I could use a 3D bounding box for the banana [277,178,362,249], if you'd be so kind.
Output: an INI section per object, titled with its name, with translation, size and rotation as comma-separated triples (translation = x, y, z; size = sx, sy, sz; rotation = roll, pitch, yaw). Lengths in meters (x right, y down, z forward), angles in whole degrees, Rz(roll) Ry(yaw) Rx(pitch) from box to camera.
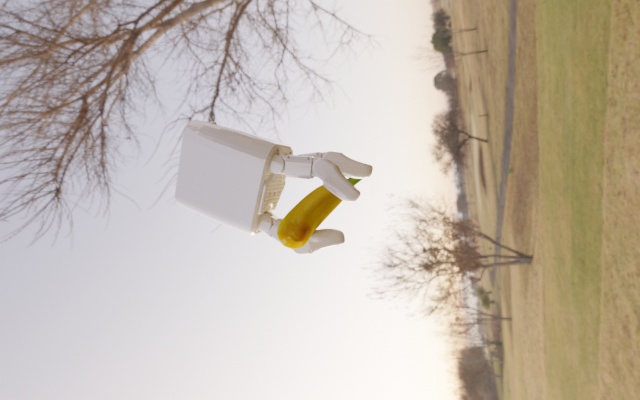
[banana]
translation = -0.010, 0.012, 0.530
size = 0.070, 0.037, 0.197
rotation = -47, -1, 30
